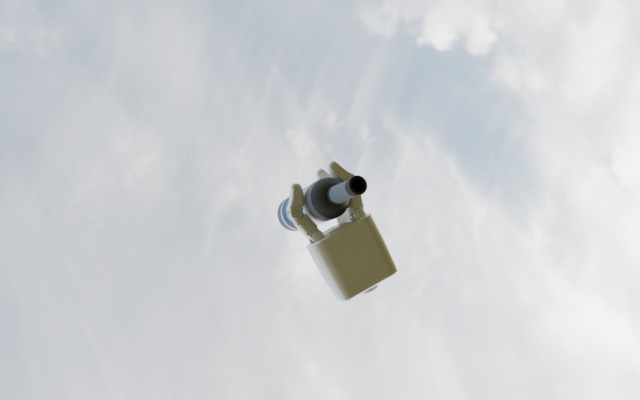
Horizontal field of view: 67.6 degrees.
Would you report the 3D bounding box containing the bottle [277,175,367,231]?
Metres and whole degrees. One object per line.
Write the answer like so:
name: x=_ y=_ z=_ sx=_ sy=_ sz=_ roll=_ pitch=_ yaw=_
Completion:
bottle: x=0.000 y=0.003 z=0.783 sx=0.069 sy=0.069 sz=0.296 roll=0 pitch=-9 yaw=-21
